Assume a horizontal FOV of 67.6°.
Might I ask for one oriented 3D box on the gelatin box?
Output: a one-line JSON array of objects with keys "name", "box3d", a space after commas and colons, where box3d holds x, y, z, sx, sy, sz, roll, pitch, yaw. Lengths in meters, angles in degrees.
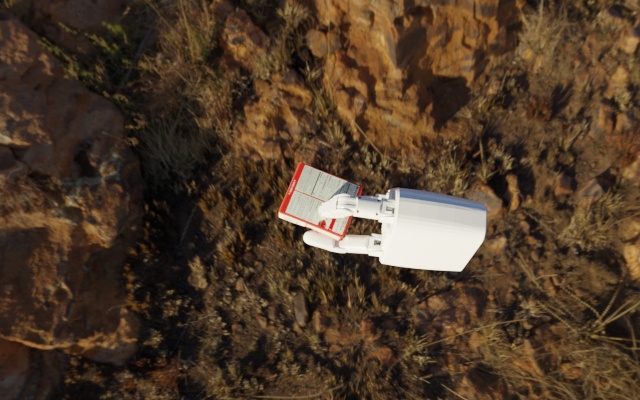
[{"name": "gelatin box", "box3d": [0.000, 0.002, 0.610, 0.089, 0.073, 0.030, 22, -16, 0]}]
